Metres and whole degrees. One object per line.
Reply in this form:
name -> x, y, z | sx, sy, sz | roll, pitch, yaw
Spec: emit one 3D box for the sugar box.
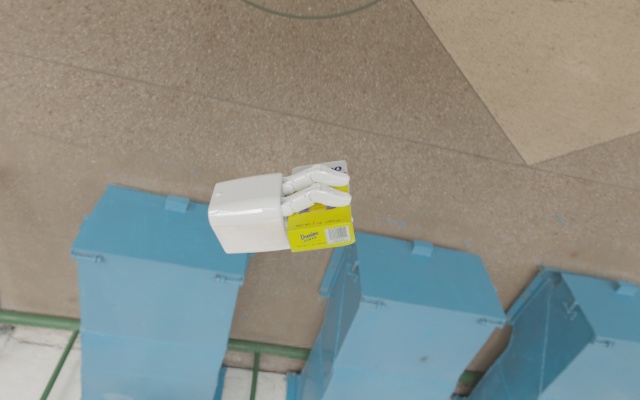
sugar box -> 0.000, 0.002, 0.733 | 0.093, 0.048, 0.176 | -8, 36, 4
